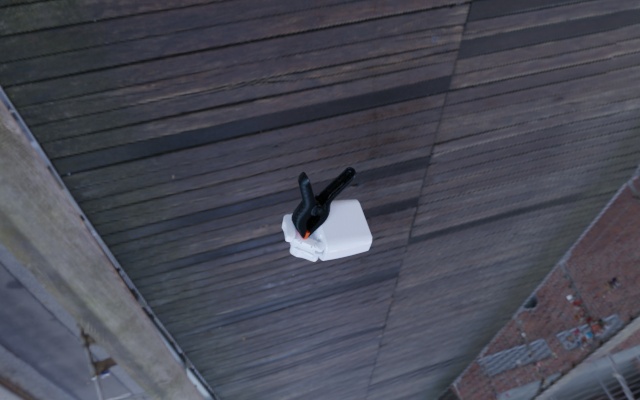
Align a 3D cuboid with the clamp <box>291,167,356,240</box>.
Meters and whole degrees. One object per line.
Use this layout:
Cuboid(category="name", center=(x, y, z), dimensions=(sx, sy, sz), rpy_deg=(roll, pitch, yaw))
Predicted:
Cuboid(category="clamp", center=(0.000, 0.003, 0.893), dimensions=(0.120, 0.039, 0.172), rpy_deg=(-10, -38, -25))
